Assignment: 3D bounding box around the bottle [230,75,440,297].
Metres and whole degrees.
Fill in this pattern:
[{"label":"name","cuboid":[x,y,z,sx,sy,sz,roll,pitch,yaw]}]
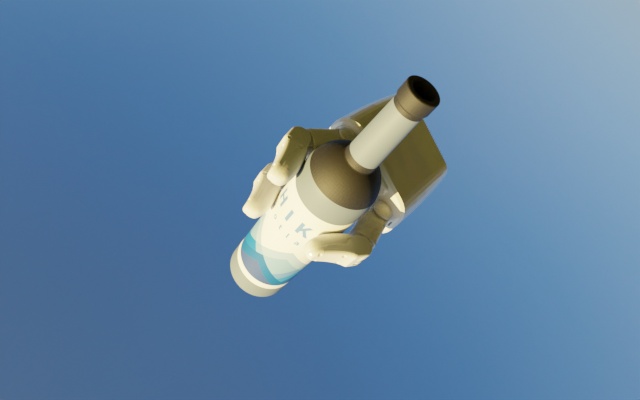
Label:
[{"label":"bottle","cuboid":[0.000,0.002,0.422,0.069,0.069,0.296,0,-30,-32]}]
